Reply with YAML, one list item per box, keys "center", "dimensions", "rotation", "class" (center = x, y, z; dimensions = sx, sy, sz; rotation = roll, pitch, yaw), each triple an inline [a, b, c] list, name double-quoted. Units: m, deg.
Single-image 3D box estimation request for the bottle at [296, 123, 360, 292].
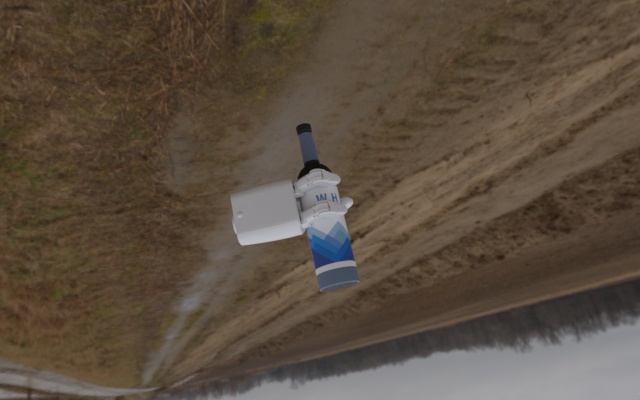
- center: [0.000, 0.003, 0.817]
  dimensions: [0.069, 0.295, 0.069]
  rotation: [-12, -18, -4]
  class: "bottle"
